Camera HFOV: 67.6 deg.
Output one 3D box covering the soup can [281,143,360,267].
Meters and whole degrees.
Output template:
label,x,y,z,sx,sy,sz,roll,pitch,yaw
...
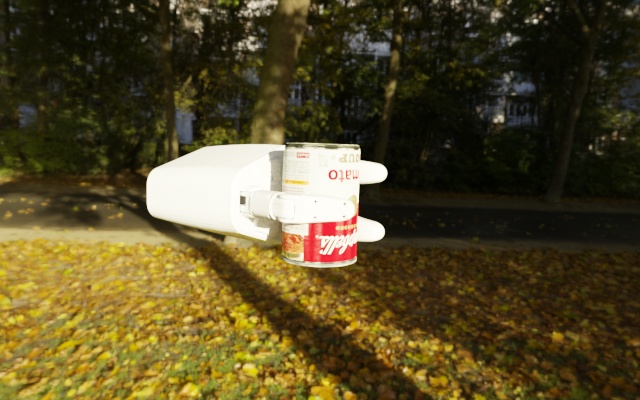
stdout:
label,x,y,z,sx,sy,sz,roll,pitch,yaw
soup can,0.000,0.001,0.423,0.068,0.102,0.068,2,6,0
